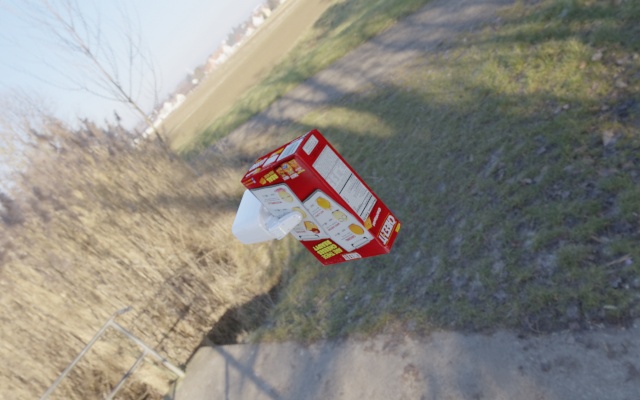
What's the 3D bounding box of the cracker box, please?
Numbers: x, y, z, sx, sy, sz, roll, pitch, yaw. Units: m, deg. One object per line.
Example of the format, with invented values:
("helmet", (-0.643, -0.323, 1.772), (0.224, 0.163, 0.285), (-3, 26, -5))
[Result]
("cracker box", (0.000, 0.003, 0.763), (0.214, 0.072, 0.164), (46, -36, -19))
